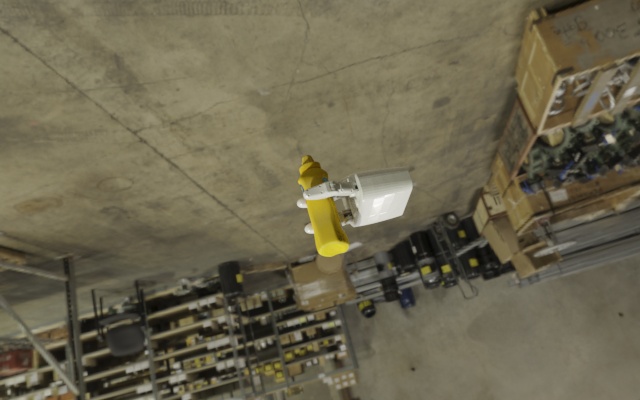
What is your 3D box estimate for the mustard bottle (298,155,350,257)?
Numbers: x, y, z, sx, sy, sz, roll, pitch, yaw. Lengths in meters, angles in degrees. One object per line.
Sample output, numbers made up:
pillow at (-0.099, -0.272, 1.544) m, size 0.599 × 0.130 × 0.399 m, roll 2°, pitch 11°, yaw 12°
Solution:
mustard bottle at (0.000, 0.003, 0.882) m, size 0.058 × 0.191 × 0.096 m, roll -19°, pitch -19°, yaw 7°
